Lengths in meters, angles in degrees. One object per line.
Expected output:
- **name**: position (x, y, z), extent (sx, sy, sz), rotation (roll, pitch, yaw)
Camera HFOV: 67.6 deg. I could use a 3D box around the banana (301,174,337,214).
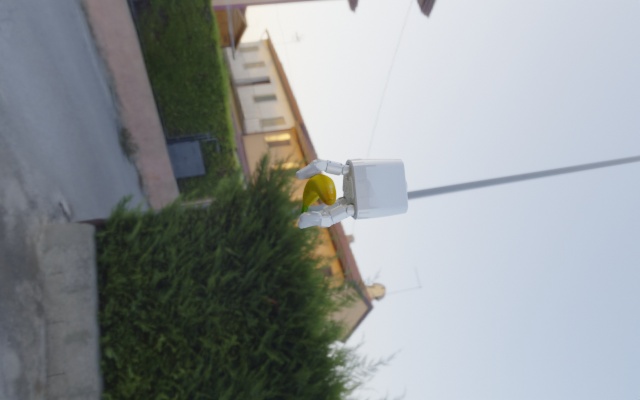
- **banana**: position (-0.001, -0.015, 0.872), extent (0.037, 0.069, 0.198), rotation (0, -7, -13)
